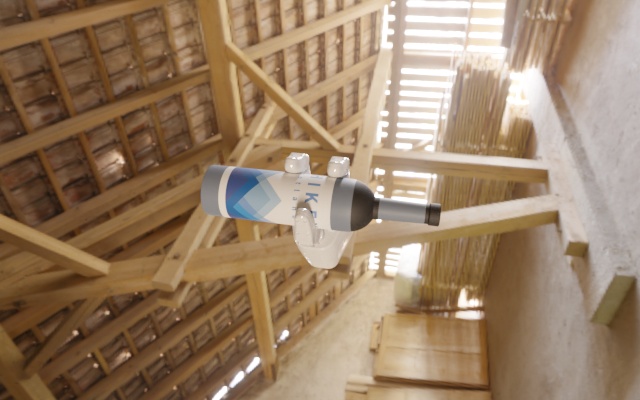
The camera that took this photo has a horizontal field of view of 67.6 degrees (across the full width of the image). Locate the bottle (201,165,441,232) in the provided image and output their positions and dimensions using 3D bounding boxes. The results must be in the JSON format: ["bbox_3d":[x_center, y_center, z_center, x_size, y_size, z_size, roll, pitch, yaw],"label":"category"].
[{"bbox_3d":[0.000,0.002,0.602,0.295,0.069,0.069,6,1,10],"label":"bottle"}]
